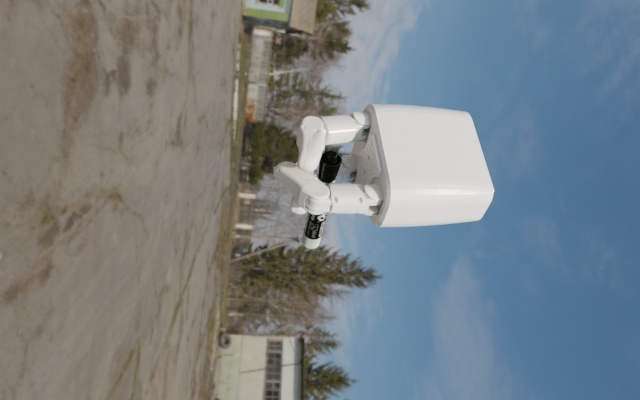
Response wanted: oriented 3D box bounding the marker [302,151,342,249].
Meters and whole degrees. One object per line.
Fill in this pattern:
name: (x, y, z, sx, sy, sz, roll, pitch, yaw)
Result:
marker: (0.000, 0.001, 0.446, 0.020, 0.020, 0.121, 0, -43, -13)
